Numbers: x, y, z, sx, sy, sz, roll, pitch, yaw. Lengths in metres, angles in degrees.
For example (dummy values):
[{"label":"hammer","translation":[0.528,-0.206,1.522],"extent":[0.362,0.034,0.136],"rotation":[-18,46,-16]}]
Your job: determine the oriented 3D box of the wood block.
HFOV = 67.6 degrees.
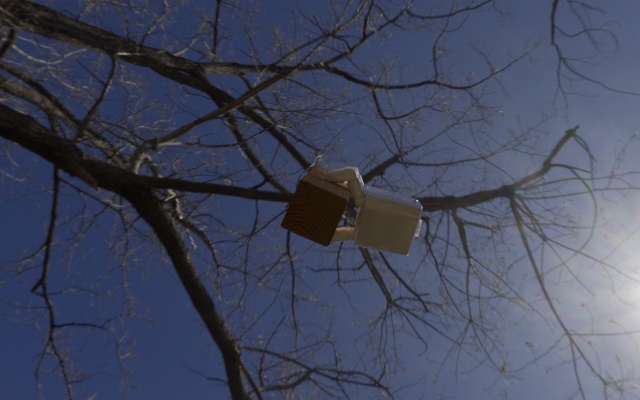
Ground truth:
[{"label":"wood block","translation":[0.000,0.003,0.888],"extent":[0.090,0.091,0.206],"rotation":[24,12,2]}]
